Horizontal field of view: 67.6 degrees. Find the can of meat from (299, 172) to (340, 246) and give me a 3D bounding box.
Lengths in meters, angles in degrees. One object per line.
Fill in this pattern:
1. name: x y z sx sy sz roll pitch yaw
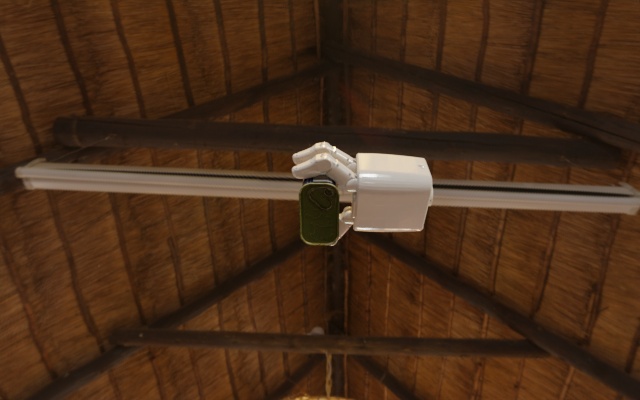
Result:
1. can of meat: 0.000 0.002 0.716 0.057 0.102 0.084 0 28 3
